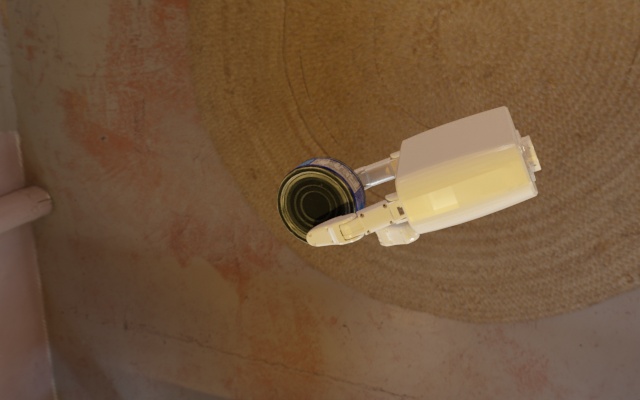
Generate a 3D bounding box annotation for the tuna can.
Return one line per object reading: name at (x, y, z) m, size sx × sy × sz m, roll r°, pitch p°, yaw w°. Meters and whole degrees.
tuna can at (0.000, 0.002, 0.478) m, size 0.086 × 0.086 × 0.033 m, roll 0°, pitch 20°, yaw 23°
